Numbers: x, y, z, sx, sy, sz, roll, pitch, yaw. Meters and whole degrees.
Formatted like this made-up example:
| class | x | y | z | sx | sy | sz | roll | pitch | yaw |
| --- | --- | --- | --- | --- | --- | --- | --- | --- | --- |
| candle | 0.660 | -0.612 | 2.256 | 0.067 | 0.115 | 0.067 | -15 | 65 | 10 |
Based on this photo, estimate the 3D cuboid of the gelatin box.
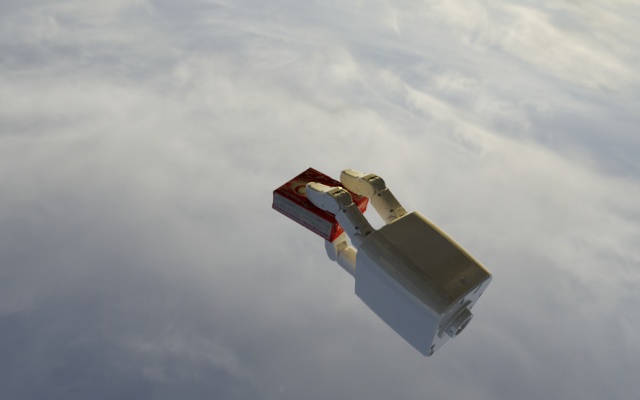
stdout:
| class | x | y | z | sx | sy | sz | roll | pitch | yaw |
| --- | --- | --- | --- | --- | --- | --- | --- | --- | --- |
| gelatin box | 0.000 | 0.002 | 0.558 | 0.089 | 0.030 | 0.073 | 28 | 40 | 23 |
